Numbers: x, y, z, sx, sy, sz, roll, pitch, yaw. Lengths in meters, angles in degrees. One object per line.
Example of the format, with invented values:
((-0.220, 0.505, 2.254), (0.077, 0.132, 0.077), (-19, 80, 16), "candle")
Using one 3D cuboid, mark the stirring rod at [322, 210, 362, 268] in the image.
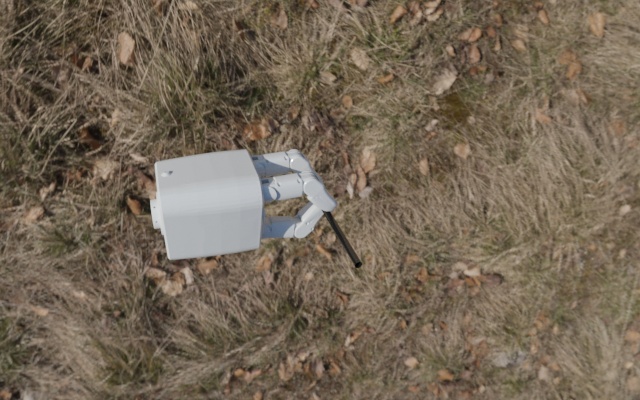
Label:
((0.000, 0.002, 0.576), (0.011, 0.011, 0.239), (0, 32, -22), "stirring rod")
